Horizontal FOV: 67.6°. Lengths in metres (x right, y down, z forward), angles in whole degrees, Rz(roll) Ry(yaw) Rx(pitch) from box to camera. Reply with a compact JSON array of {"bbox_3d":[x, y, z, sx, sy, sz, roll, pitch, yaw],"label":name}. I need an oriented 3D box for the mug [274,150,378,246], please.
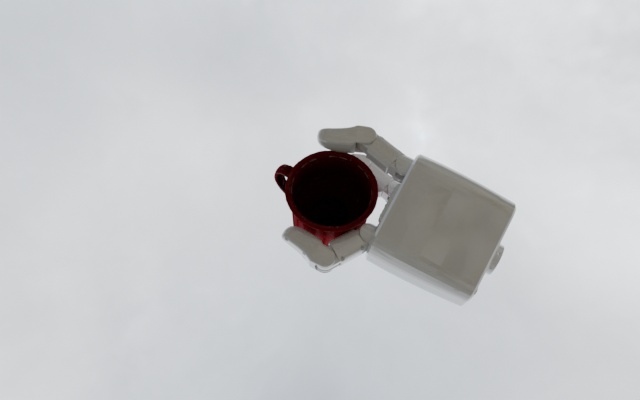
[{"bbox_3d":[-0.001,0.001,0.511,0.117,0.093,0.081,29,-25,13],"label":"mug"}]
